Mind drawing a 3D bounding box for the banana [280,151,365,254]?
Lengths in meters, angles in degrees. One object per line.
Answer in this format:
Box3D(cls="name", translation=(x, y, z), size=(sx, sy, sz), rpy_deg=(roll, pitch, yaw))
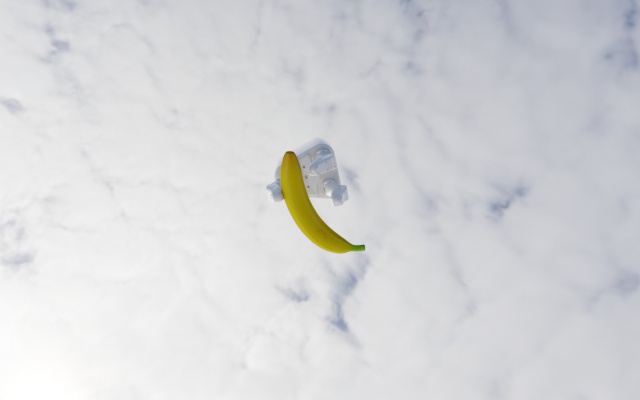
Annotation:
Box3D(cls="banana", translation=(-0.013, 0.016, 0.745), size=(0.069, 0.198, 0.037), rpy_deg=(-36, 14, 10))
